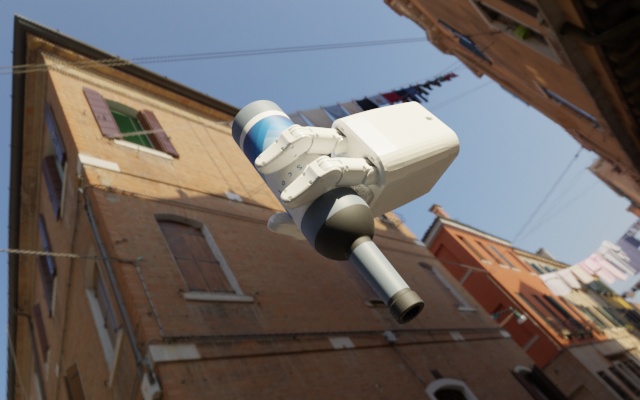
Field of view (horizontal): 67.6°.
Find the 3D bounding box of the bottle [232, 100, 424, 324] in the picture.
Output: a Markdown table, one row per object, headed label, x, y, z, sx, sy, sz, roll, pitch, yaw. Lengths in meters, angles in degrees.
| label | x | y | z | sx | sy | sz | roll | pitch | yaw |
| --- | --- | --- | --- | --- | --- | --- | --- | --- | --- |
| bottle | 0.000 | 0.001 | 0.480 | 0.069 | 0.069 | 0.295 | 0 | 39 | -41 |
